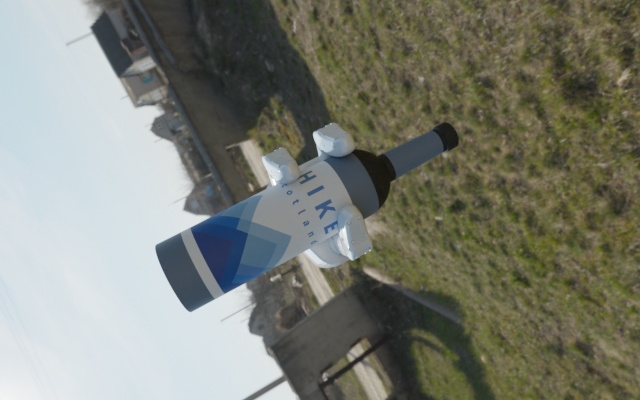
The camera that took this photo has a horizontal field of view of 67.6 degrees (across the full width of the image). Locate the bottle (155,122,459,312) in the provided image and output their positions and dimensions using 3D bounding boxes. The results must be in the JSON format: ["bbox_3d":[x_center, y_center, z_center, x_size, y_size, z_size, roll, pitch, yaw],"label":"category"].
[{"bbox_3d":[0.000,0.002,0.443,0.295,0.069,0.069,-27,6,-11],"label":"bottle"}]
